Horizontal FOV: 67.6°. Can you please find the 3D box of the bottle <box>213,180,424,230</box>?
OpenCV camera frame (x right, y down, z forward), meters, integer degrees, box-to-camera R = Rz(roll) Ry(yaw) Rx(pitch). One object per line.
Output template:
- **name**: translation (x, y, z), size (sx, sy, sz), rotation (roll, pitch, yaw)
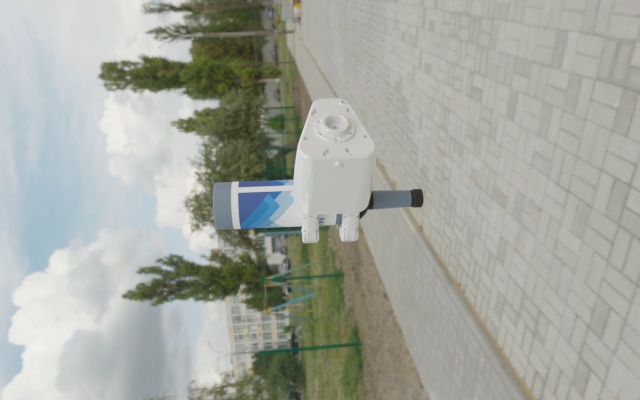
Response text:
- **bottle**: translation (0.000, 0.002, 0.683), size (0.296, 0.069, 0.069), rotation (-2, 0, -5)
